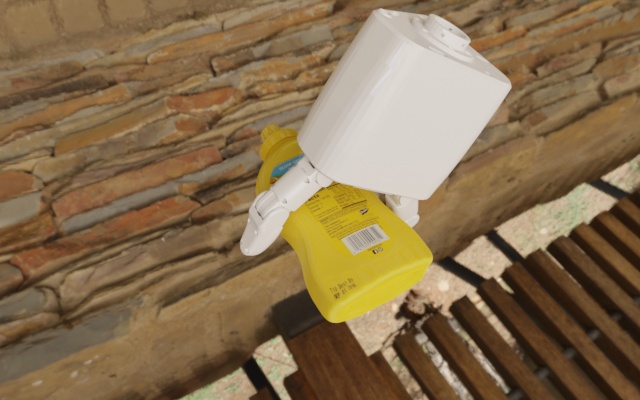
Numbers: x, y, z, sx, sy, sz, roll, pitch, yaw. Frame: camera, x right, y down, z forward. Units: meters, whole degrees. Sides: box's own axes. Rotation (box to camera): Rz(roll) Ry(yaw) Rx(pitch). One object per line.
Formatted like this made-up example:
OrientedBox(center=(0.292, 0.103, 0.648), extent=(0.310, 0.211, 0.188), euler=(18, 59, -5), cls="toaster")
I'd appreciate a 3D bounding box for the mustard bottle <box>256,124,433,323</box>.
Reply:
OrientedBox(center=(0.000, 0.002, 0.403), extent=(0.096, 0.191, 0.058), euler=(-22, -32, -23), cls="mustard bottle")
